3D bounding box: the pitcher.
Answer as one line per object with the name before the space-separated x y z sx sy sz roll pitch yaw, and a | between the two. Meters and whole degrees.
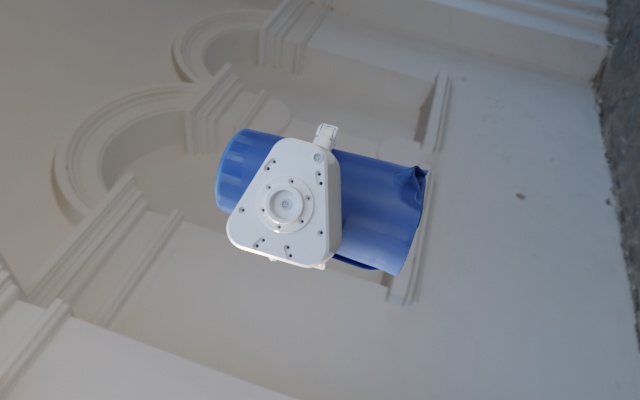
pitcher | 0.000 0.002 0.595 0.243 0.149 0.145 17 4 5
